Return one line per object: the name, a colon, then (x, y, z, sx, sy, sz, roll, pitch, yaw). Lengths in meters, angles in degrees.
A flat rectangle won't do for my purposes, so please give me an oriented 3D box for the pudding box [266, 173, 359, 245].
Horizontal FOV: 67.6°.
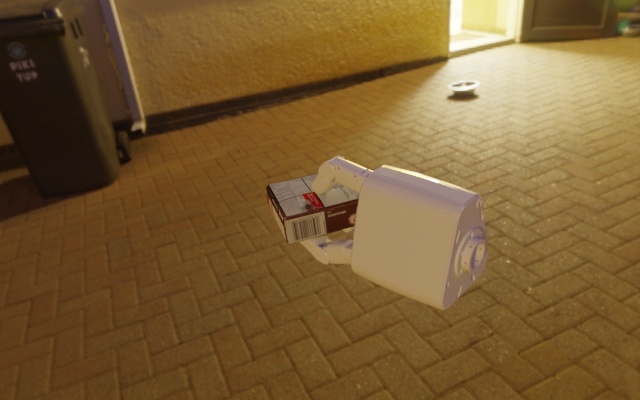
pudding box: (0.000, 0.002, 0.571, 0.113, 0.039, 0.090, -13, 30, -14)
